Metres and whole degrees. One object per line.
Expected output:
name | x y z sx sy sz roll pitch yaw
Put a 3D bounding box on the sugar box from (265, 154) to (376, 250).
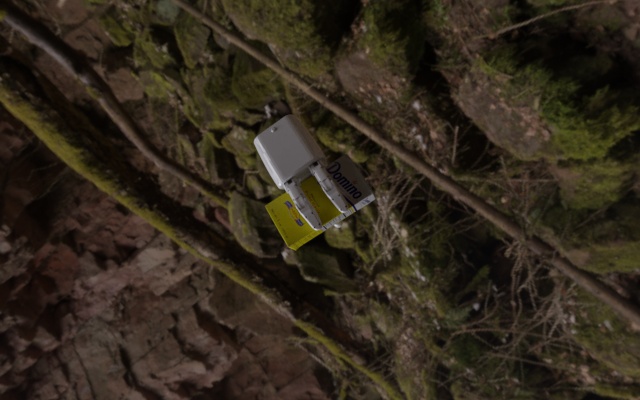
sugar box | 0.000 0.003 0.851 0.176 0.093 0.048 -34 -19 5
